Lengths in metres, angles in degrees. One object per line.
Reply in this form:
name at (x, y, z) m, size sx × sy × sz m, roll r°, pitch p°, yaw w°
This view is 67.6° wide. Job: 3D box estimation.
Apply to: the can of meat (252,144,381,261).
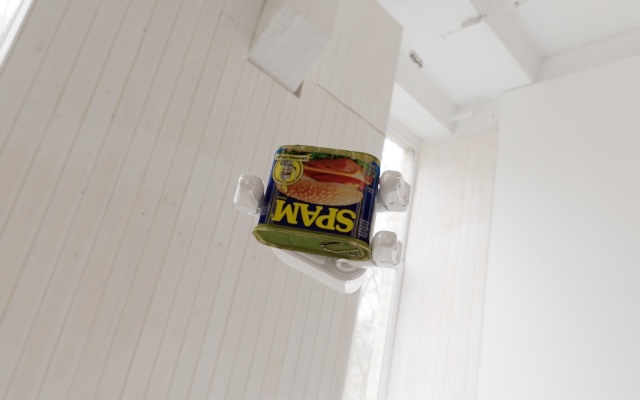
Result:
can of meat at (0.000, 0.001, 0.423) m, size 0.102 × 0.084 × 0.057 m, roll 8°, pitch -20°, yaw 9°
